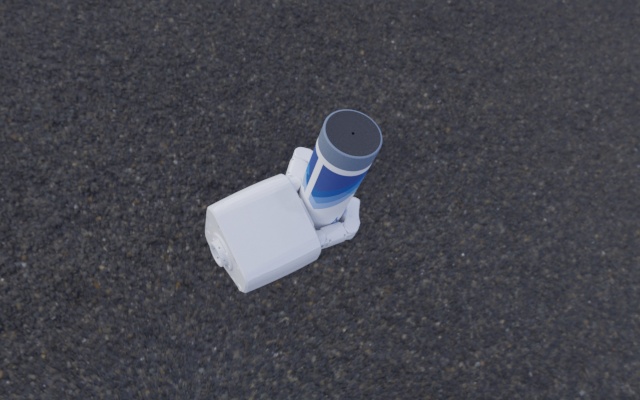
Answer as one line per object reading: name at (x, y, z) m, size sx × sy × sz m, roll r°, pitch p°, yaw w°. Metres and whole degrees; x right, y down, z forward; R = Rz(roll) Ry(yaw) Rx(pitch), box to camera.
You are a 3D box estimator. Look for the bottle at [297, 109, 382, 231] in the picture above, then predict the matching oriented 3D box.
bottle at (0.000, 0.002, 0.631) m, size 0.069 × 0.069 × 0.296 m, roll 0°, pitch -30°, yaw -16°
